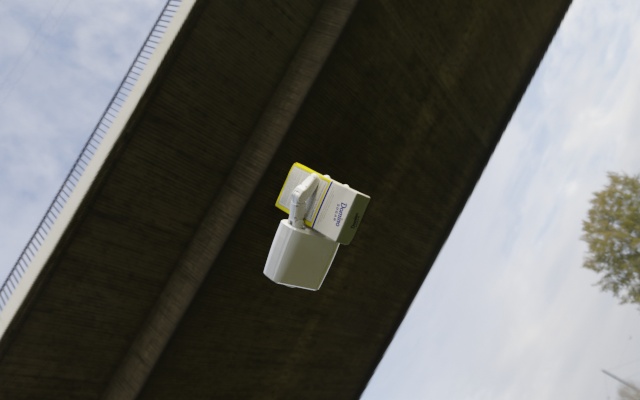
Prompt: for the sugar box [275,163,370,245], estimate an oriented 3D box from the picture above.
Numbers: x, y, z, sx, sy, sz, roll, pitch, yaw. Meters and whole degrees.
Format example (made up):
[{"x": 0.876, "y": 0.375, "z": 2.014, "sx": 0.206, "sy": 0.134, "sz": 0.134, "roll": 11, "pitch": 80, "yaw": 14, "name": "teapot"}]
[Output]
[{"x": 0.000, "y": 0.003, "z": 0.860, "sx": 0.176, "sy": 0.093, "sz": 0.048, "roll": 29, "pitch": 7, "yaw": 41, "name": "sugar box"}]
